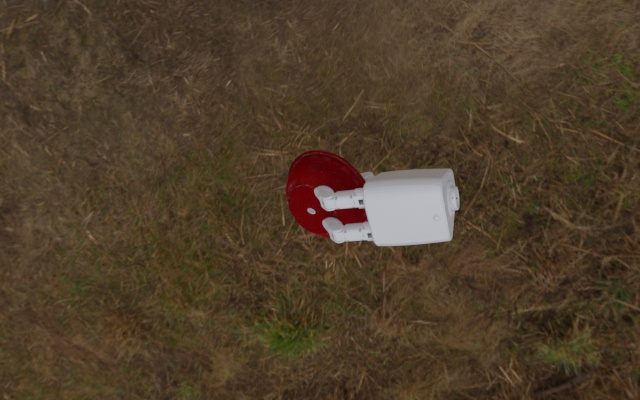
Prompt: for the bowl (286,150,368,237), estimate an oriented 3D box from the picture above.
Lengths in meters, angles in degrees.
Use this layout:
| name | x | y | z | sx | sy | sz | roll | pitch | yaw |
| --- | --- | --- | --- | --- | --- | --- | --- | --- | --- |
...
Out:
| name | x | y | z | sx | sy | sz | roll | pitch | yaw |
| --- | --- | --- | --- | --- | --- | --- | --- | --- | --- |
| bowl | -0.001 | 0.003 | 0.771 | 0.162 | 0.162 | 0.055 | 0 | 29 | 37 |
